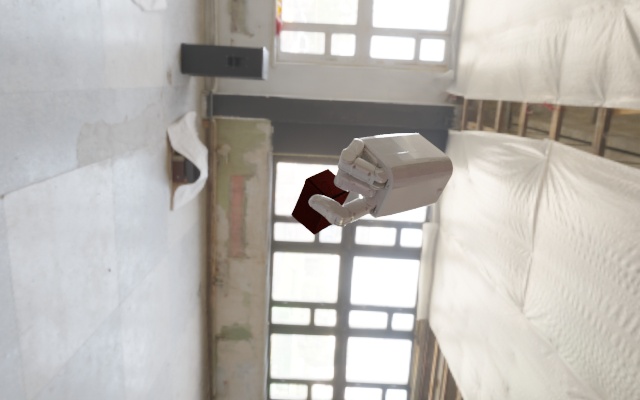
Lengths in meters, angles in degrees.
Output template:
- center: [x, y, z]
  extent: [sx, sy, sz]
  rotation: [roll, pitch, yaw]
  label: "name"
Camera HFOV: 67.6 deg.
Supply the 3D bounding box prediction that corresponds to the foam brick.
- center: [0.000, 0.003, 0.717]
  extent: [0.053, 0.078, 0.051]
  rotation: [43, 43, 20]
  label: "foam brick"
